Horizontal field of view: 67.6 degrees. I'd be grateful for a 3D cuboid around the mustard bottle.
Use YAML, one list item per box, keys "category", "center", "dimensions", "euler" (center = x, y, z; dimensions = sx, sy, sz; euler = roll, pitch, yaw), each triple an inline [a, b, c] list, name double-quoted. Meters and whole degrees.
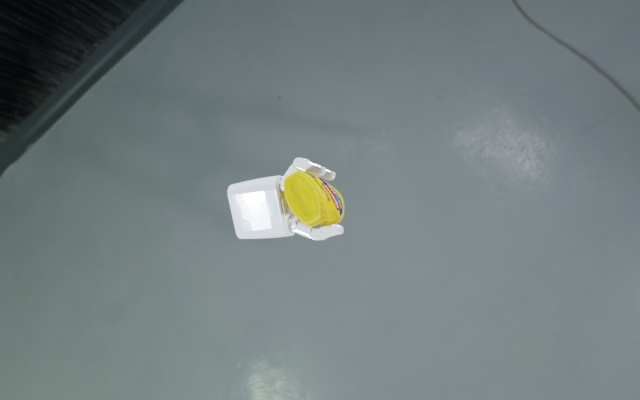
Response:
- category: "mustard bottle"
  center: [0.000, 0.003, 0.888]
  dimensions: [0.058, 0.096, 0.191]
  euler: [-32, -15, 14]
